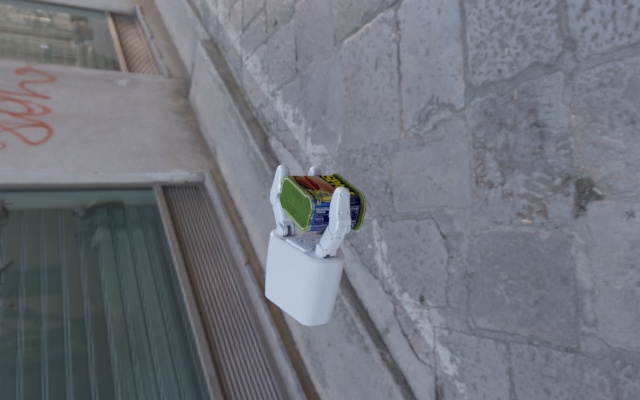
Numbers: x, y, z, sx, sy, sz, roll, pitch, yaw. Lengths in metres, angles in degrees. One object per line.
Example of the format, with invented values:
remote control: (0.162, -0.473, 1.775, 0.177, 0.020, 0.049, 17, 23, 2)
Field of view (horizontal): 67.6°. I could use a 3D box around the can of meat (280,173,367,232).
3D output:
can of meat: (0.000, 0.002, 0.660, 0.084, 0.057, 0.102, -2, 26, -29)
